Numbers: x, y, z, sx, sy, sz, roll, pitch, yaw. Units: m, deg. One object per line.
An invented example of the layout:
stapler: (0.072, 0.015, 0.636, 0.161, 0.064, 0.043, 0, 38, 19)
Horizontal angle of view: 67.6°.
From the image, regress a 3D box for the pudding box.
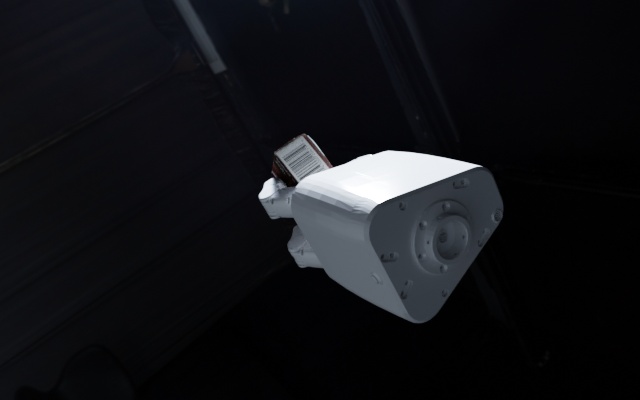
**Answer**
pudding box: (0.000, 0.001, 0.457, 0.039, 0.113, 0.090, -35, -6, -15)
